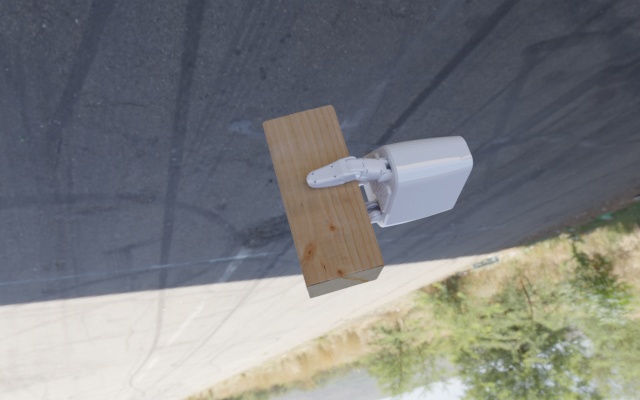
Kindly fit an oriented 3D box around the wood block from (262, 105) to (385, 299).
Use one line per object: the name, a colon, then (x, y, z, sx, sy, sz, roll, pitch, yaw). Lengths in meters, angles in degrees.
wood block: (0.001, 0.002, 0.582, 0.090, 0.206, 0.091, -15, -19, -5)
